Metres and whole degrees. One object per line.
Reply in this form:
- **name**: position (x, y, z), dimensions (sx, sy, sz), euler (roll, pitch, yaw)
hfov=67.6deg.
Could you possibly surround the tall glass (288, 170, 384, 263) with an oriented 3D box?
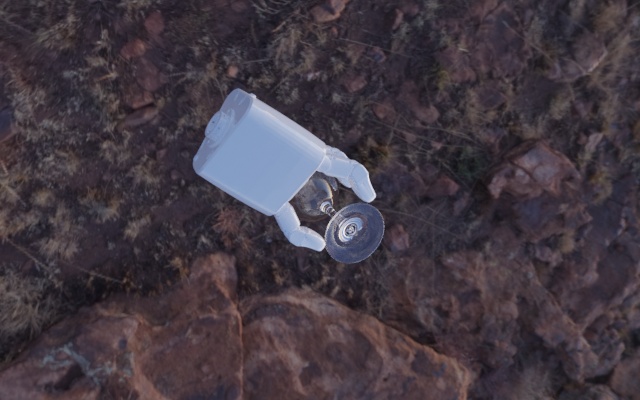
- **tall glass**: position (0.000, 0.002, 0.619), dimensions (0.079, 0.079, 0.201), euler (0, 21, -25)
